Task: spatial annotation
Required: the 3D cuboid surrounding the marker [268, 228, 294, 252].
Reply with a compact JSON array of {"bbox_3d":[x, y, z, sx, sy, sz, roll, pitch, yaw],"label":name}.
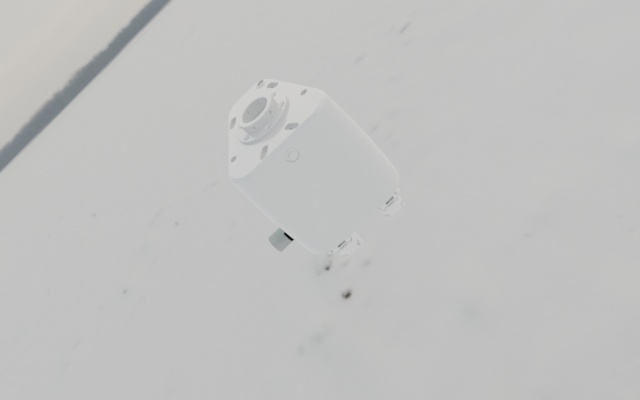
[{"bbox_3d":[0.000,0.001,0.451,0.121,0.020,0.020,-43,-5,5],"label":"marker"}]
